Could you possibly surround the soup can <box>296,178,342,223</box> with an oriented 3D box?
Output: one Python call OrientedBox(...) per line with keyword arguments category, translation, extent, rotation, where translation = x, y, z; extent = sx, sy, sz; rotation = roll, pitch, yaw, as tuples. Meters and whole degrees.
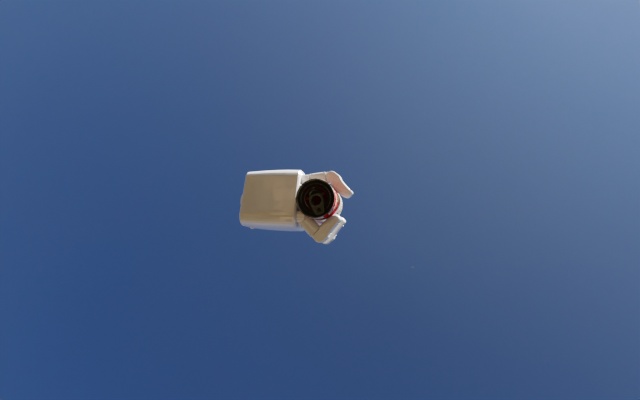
OrientedBox(category="soup can", translation=(0.001, 0.003, 0.858), extent=(0.068, 0.068, 0.102), rotation=(0, -8, 11))
